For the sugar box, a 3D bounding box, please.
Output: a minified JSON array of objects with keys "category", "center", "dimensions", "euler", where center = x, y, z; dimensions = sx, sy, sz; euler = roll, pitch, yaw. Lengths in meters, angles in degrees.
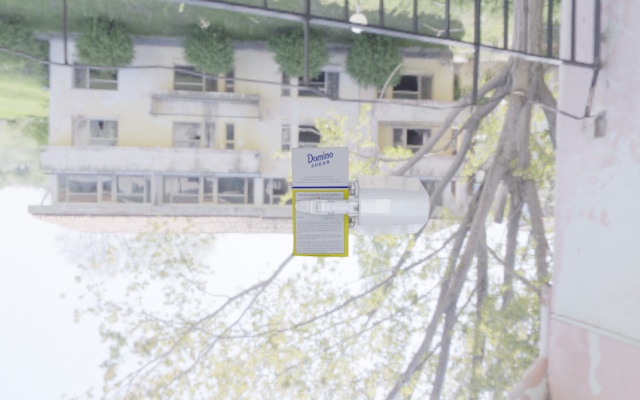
[{"category":"sugar box","center":[0.000,0.003,0.775],"dimensions":[0.093,0.176,0.048],"euler":[0,2,1]}]
